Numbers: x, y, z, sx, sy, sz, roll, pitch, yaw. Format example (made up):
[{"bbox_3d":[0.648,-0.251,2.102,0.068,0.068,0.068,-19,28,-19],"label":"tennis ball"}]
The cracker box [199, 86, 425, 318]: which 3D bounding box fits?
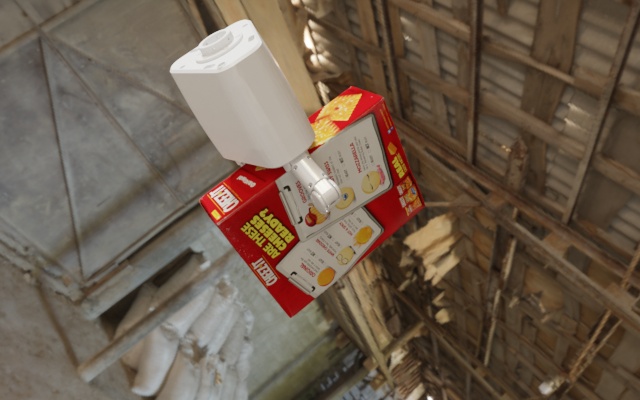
[{"bbox_3d":[0.000,0.002,0.539,0.213,0.164,0.072,-38,37,-11],"label":"cracker box"}]
